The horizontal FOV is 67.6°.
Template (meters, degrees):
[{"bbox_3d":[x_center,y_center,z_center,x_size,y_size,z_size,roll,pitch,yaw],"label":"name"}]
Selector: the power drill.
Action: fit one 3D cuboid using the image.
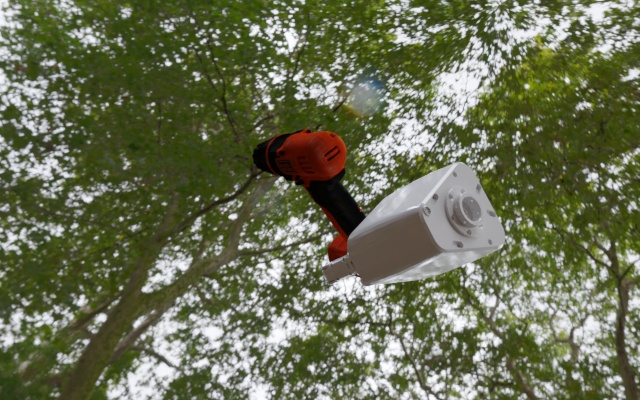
[{"bbox_3d":[0.000,0.002,0.577,0.057,0.188,0.184,-41,21,-19],"label":"power drill"}]
